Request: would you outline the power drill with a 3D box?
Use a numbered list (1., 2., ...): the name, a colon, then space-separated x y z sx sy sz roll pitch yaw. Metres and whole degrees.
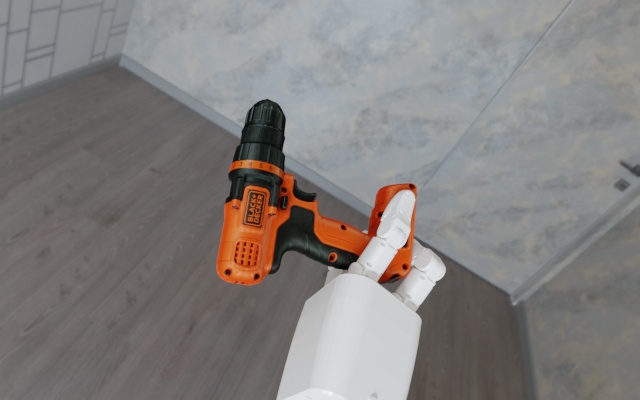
1. power drill: 0.000 0.002 0.476 0.187 0.184 0.057 12 -15 -14
